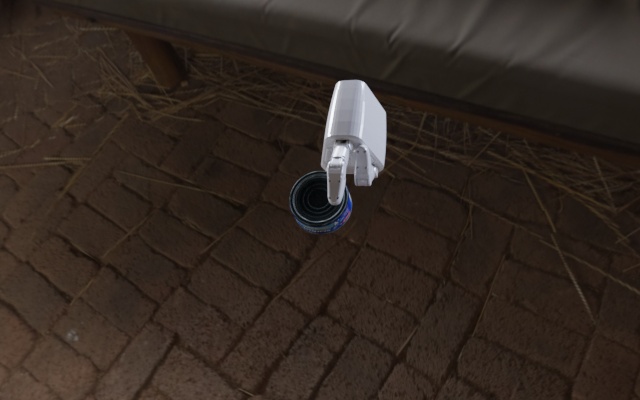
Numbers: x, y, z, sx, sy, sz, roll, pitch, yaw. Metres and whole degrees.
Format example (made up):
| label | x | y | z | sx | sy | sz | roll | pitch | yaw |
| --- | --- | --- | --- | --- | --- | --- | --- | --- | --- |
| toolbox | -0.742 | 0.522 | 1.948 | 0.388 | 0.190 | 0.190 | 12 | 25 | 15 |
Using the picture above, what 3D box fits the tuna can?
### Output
| label | x | y | z | sx | sy | sz | roll | pitch | yaw |
| --- | --- | --- | --- | --- | --- | --- | --- | --- | --- |
| tuna can | 0.000 | 0.002 | 0.670 | 0.086 | 0.086 | 0.034 | 0 | -23 | 11 |
